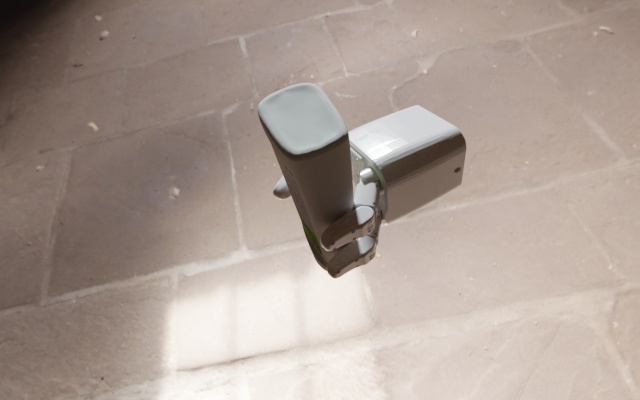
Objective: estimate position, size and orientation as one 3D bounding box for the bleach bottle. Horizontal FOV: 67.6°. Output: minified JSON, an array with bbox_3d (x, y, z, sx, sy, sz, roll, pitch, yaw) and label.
[{"bbox_3d":[0.000,0.002,0.527,0.068,0.102,0.251,-24,-38,-9],"label":"bleach bottle"}]
